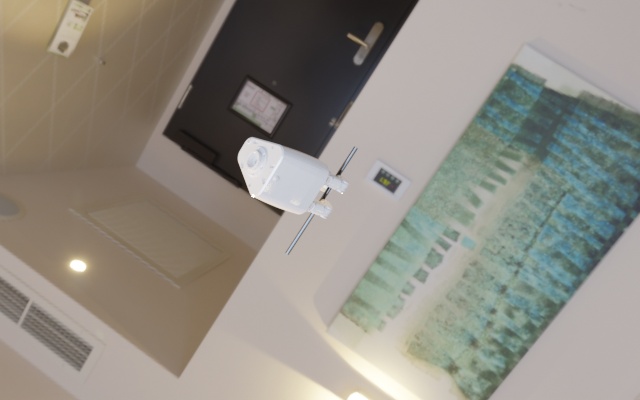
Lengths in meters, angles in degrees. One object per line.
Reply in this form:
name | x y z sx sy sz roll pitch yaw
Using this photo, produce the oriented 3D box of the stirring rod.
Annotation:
stirring rod | 0.000 0.003 0.888 0.011 0.239 0.011 31 12 -7
